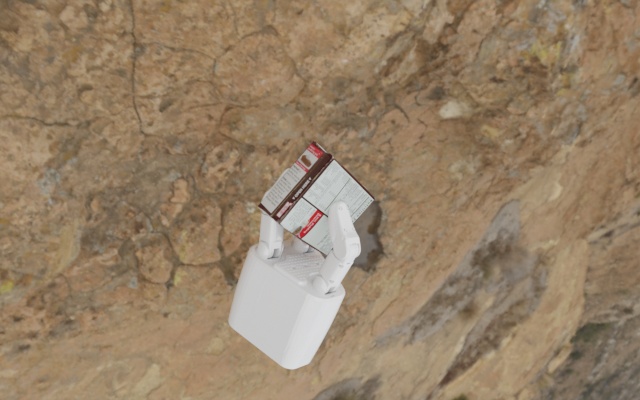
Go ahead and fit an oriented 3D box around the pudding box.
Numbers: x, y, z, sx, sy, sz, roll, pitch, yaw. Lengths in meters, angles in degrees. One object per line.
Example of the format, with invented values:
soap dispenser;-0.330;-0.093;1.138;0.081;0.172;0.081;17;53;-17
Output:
pudding box;0.000;0.002;0.515;0.039;0.090;0.113;40;0;35
